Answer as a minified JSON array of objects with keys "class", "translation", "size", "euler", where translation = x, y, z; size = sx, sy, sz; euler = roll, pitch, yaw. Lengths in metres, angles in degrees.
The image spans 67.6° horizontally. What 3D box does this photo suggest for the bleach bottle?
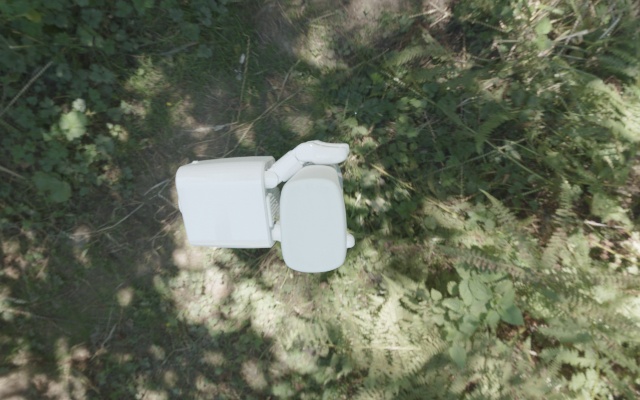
[{"class":"bleach bottle","translation":[0.000,0.002,0.600],"size":[0.068,0.102,0.250],"euler":[-2,10,4]}]
